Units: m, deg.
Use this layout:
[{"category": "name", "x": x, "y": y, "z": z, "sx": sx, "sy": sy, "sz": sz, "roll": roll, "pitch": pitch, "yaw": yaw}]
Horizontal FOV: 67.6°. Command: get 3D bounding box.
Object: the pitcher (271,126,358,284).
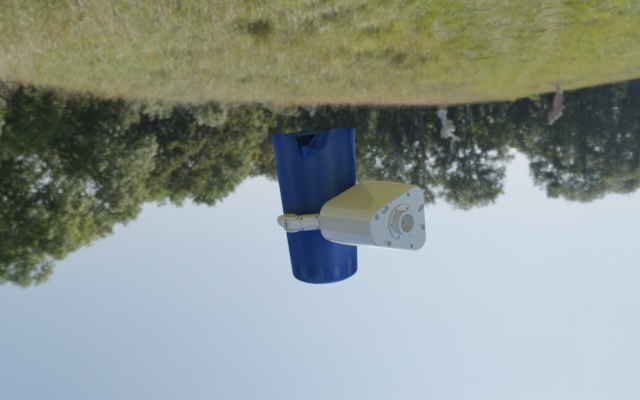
[{"category": "pitcher", "x": 0.000, "y": 0.003, "z": 0.779, "sx": 0.149, "sy": 0.243, "sz": 0.145, "roll": -10, "pitch": 9, "yaw": -37}]
